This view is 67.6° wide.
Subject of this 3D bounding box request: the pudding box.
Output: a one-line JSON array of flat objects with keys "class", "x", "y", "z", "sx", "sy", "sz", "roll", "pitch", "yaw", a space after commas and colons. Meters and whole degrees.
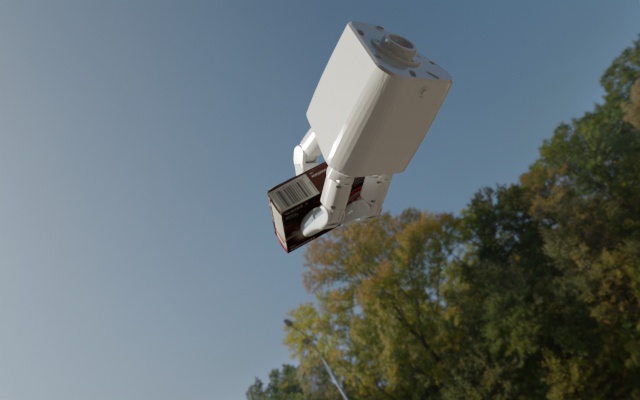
[{"class": "pudding box", "x": 0.000, "y": 0.002, "z": 0.537, "sx": 0.113, "sy": 0.039, "sz": 0.090, "roll": -26, "pitch": -31, "yaw": -15}]
